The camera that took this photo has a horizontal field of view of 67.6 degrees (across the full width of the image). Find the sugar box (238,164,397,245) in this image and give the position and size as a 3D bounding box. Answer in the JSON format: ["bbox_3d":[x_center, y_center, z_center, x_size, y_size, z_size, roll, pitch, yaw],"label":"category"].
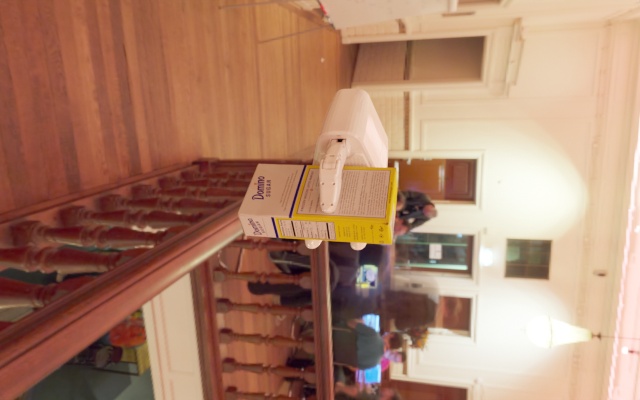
[{"bbox_3d":[0.000,0.002,0.571,0.176,0.048,0.093,1,45,14],"label":"sugar box"}]
